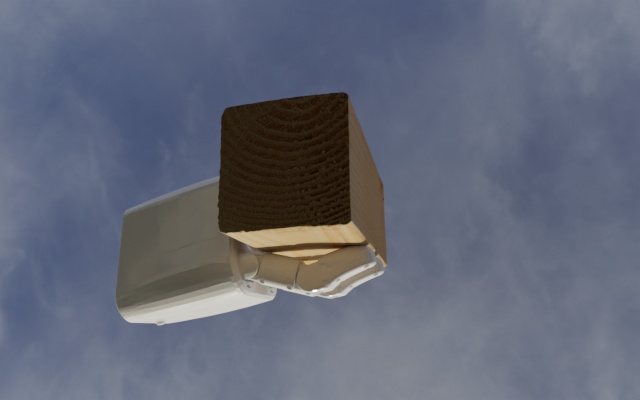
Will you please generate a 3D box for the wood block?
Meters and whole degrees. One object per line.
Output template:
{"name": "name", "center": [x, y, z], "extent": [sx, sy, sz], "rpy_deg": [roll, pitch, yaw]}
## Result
{"name": "wood block", "center": [0.000, 0.001, 0.402], "extent": [0.090, 0.090, 0.206], "rpy_deg": [-5, -16, 13]}
